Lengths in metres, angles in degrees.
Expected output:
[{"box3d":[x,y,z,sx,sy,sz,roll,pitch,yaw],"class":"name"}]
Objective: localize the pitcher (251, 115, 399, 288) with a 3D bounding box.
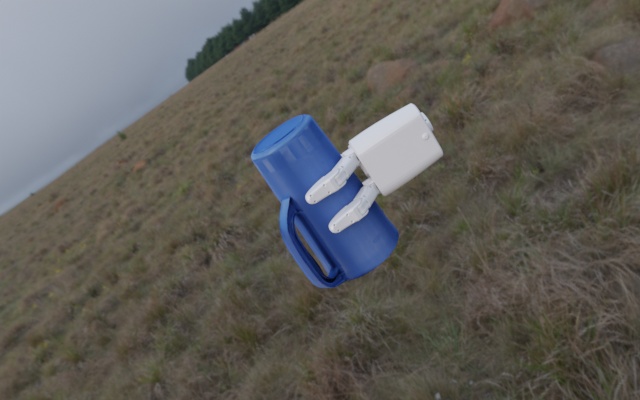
[{"box3d":[0.000,0.002,0.722,0.145,0.243,0.149,-33,20,7],"class":"pitcher"}]
